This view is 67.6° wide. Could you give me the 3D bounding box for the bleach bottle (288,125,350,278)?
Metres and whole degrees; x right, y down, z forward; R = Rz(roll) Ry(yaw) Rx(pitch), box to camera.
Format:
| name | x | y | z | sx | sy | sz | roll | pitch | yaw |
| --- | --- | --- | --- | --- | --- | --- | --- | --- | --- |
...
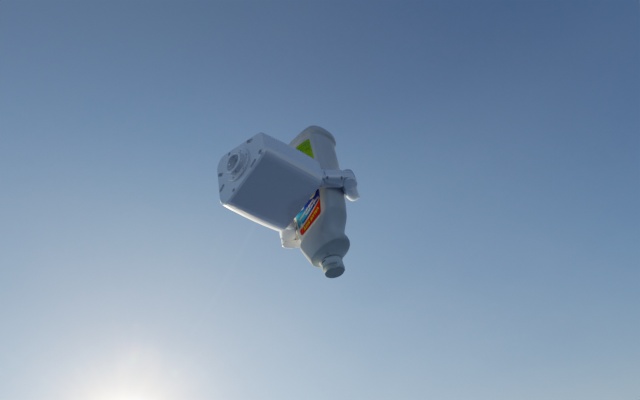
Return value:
| name | x | y | z | sx | sy | sz | roll | pitch | yaw |
| --- | --- | --- | --- | --- | --- | --- | --- | --- | --- |
| bleach bottle | 0.000 | 0.002 | 0.736 | 0.068 | 0.250 | 0.102 | 27 | -55 | -39 |
